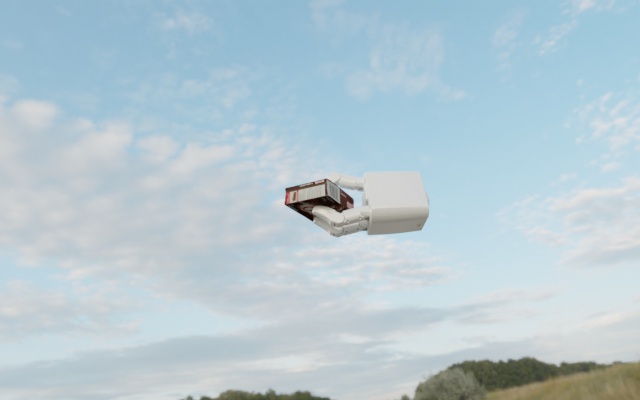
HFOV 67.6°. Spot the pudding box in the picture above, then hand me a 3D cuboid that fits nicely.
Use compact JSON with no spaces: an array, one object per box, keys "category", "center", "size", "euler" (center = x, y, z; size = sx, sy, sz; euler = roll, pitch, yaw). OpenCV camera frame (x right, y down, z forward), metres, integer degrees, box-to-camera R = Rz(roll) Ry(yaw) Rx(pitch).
[{"category":"pudding box","center":[0.000,0.003,0.881],"size":[0.090,0.039,0.113],"euler":[-13,-28,26]}]
